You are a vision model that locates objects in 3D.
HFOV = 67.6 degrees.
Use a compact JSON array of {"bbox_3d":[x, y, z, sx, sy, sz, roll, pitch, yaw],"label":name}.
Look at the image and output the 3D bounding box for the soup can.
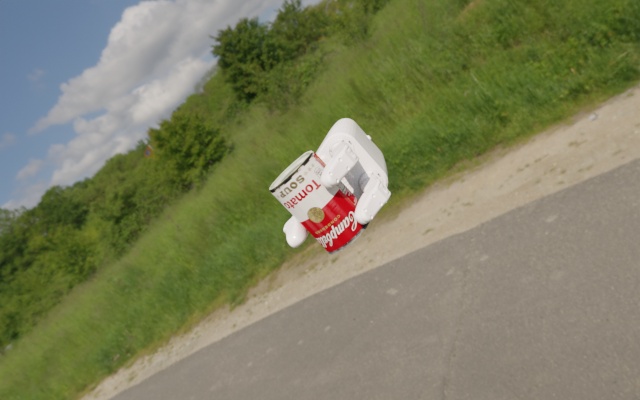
[{"bbox_3d":[0.000,0.002,0.542,0.068,0.102,0.068,-41,12,11],"label":"soup can"}]
